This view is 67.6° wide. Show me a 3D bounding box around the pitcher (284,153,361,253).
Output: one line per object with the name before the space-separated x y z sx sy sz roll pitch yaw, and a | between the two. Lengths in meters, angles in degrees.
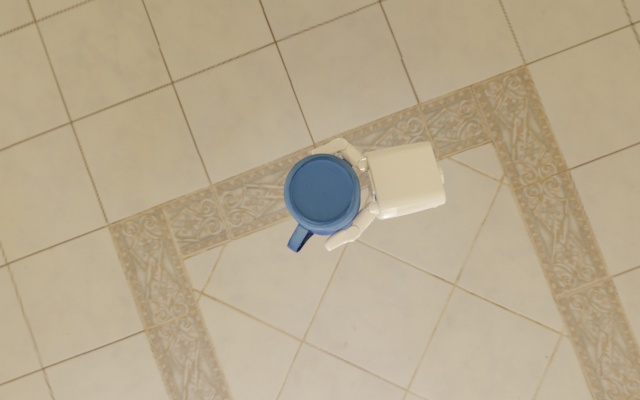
pitcher | 0.000 0.002 0.772 0.145 0.149 0.243 -12 -3 1
